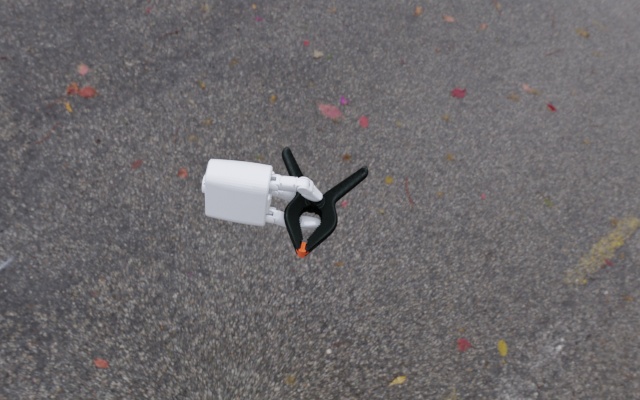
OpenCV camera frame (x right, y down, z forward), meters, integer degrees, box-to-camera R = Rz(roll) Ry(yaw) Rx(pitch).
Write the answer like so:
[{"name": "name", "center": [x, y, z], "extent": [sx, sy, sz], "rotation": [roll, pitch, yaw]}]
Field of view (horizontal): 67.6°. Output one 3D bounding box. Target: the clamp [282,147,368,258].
[{"name": "clamp", "center": [0.000, 0.003, 0.849], "extent": [0.164, 0.209, 0.036], "rotation": [7, -29, -2]}]
